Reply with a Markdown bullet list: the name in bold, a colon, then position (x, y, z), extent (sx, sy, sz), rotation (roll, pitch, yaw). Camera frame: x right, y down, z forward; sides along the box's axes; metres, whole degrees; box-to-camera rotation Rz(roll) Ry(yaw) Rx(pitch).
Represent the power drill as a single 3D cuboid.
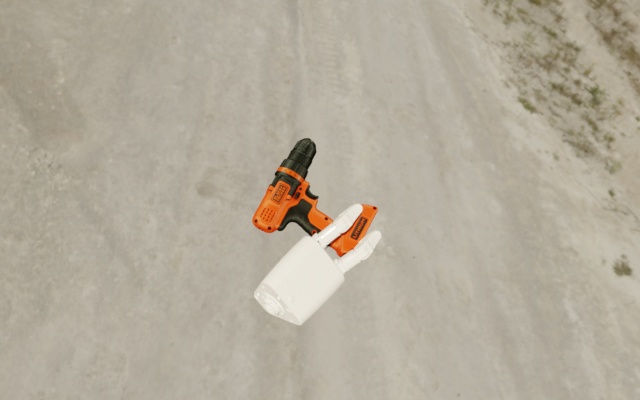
- **power drill**: position (0.000, 0.003, 0.828), extent (0.187, 0.184, 0.057), rotation (28, -13, 2)
